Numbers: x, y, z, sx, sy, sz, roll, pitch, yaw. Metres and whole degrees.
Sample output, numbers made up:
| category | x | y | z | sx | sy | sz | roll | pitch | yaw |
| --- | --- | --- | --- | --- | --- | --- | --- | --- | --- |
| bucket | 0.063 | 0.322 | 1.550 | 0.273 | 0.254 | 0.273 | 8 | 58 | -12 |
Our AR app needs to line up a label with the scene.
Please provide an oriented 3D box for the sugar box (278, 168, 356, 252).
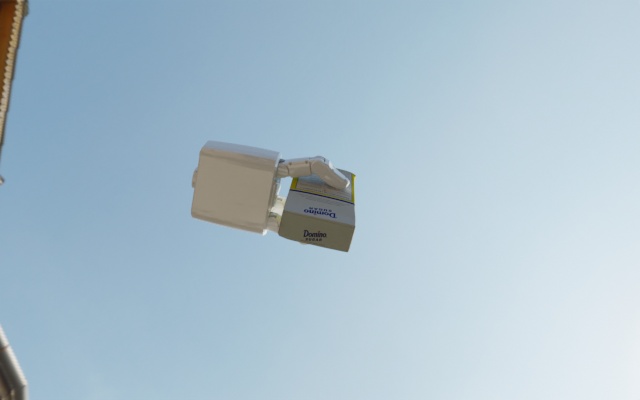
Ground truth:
| category | x | y | z | sx | sy | sz | roll | pitch | yaw |
| --- | --- | --- | --- | --- | --- | --- | --- | --- | --- |
| sugar box | 0.000 | 0.003 | 0.658 | 0.093 | 0.048 | 0.176 | 13 | 27 | -1 |
